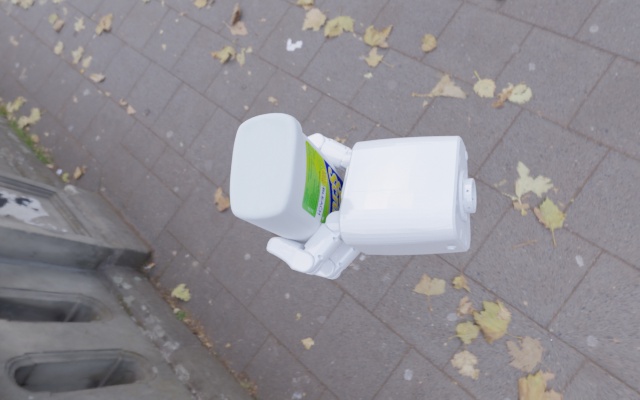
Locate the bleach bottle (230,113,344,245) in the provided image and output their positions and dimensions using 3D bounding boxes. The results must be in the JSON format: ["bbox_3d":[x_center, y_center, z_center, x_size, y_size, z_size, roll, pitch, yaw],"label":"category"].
[{"bbox_3d":[0.000,0.002,0.525,0.068,0.102,0.251,-3,-16,25],"label":"bleach bottle"}]
